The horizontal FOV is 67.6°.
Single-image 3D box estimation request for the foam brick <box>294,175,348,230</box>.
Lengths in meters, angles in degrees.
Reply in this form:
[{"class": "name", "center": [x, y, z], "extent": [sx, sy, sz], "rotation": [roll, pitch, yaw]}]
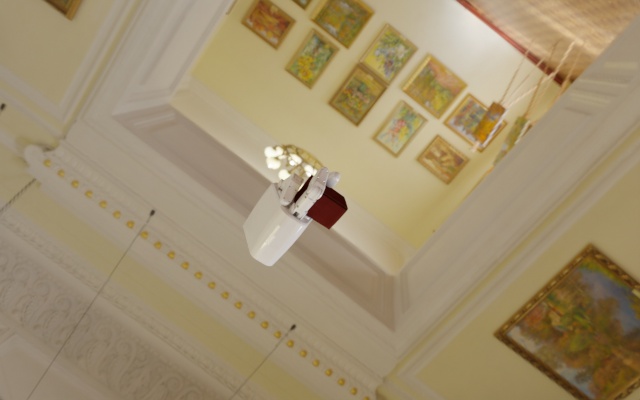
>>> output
[{"class": "foam brick", "center": [0.000, 0.003, 0.832], "extent": [0.078, 0.051, 0.053], "rotation": [34, 18, -16]}]
